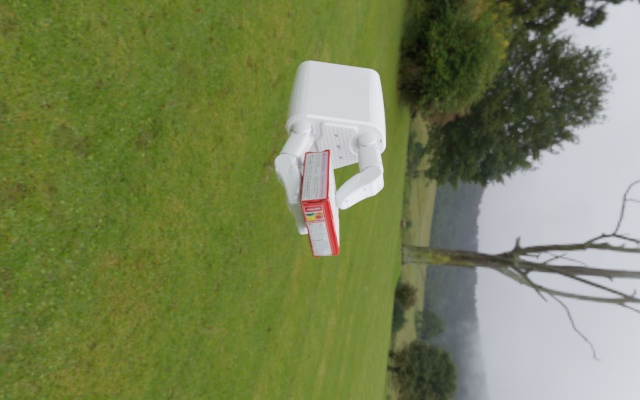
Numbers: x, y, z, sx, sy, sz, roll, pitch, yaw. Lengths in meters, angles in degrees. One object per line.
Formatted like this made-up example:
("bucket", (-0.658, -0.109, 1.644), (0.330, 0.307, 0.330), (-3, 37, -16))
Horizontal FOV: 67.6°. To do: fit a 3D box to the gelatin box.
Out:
("gelatin box", (0.001, 0.002, 0.491), (0.030, 0.073, 0.089), (-6, 38, 6))
